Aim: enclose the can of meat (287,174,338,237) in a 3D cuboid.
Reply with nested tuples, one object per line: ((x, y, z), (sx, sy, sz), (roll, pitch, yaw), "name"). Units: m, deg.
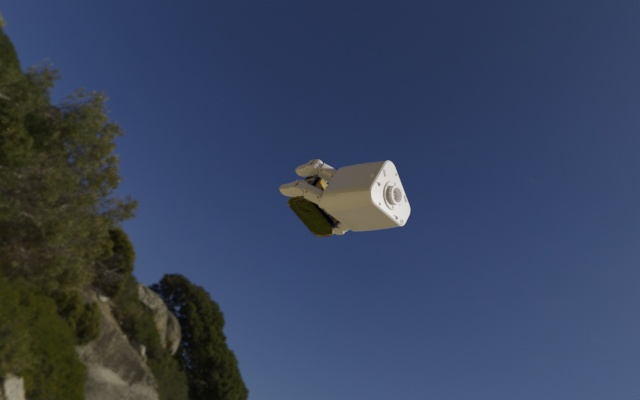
((0.000, 0.003, 0.891), (0.057, 0.102, 0.084), (-11, 36, 47), "can of meat")
